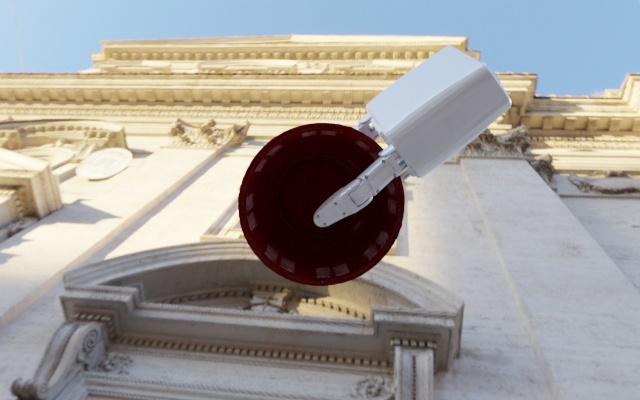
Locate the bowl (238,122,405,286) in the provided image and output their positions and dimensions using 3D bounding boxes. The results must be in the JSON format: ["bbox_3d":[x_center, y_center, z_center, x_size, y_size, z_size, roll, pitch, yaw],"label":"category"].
[{"bbox_3d":[-0.001,0.002,0.484,0.162,0.162,0.055,0,11,-5],"label":"bowl"}]
